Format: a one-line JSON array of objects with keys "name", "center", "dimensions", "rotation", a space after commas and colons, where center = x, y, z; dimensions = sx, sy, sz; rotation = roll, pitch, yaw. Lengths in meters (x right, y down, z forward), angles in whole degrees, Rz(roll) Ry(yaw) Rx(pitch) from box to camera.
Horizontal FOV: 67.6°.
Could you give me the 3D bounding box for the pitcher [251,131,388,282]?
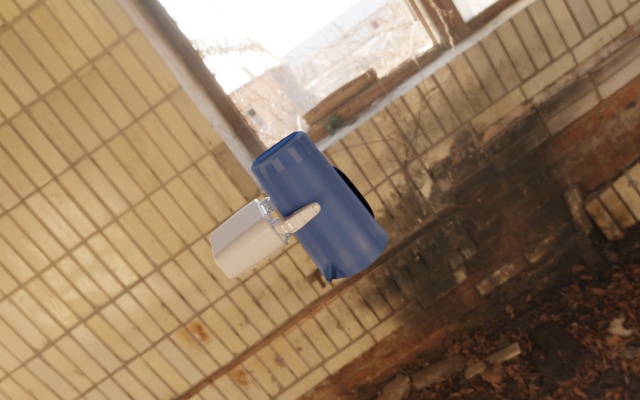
[{"name": "pitcher", "center": [0.000, 0.003, 0.808], "dimensions": [0.145, 0.243, 0.149], "rotation": [-36, 14, -2]}]
